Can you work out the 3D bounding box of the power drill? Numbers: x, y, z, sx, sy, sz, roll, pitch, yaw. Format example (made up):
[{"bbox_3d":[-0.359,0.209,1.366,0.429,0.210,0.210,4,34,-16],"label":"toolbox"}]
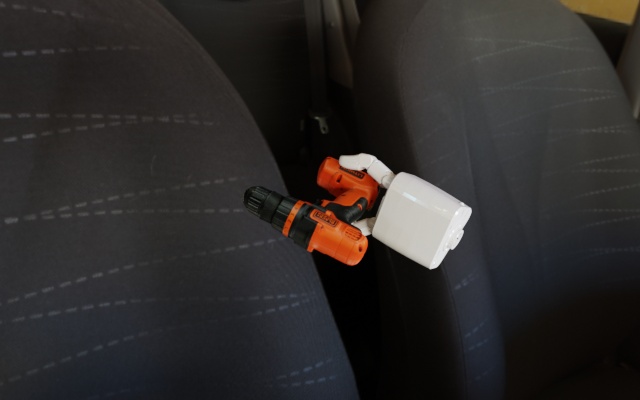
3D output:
[{"bbox_3d":[0.001,0.002,0.707,0.184,0.057,0.187,28,35,7],"label":"power drill"}]
